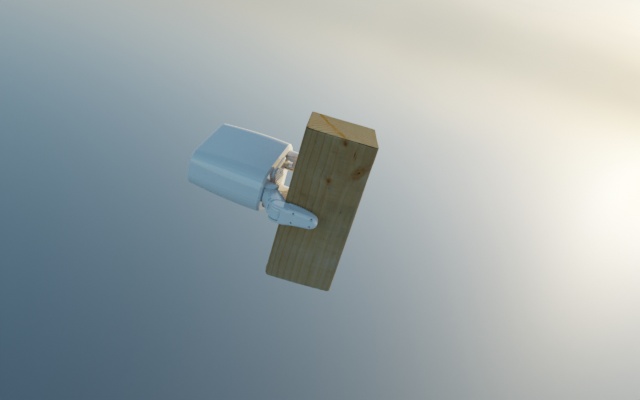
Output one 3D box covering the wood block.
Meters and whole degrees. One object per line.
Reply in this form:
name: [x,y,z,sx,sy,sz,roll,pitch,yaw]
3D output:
wood block: [0.000,0.002,0.629,0.090,0.206,0.090,16,23,-3]
